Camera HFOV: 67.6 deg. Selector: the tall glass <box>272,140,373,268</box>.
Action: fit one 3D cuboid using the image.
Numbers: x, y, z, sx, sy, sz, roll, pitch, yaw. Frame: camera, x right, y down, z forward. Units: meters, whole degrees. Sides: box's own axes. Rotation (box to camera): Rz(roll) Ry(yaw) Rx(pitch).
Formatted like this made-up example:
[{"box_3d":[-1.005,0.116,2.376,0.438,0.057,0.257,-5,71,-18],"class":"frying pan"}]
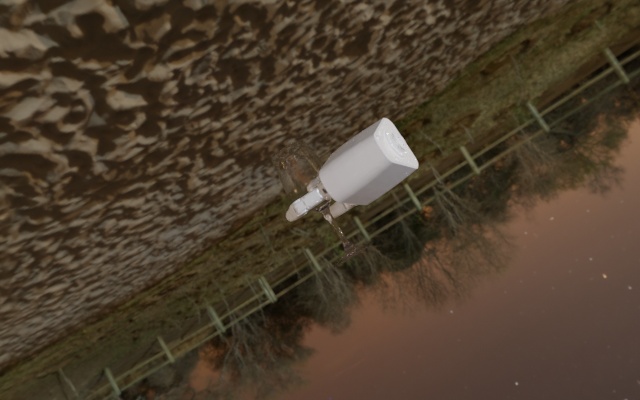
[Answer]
[{"box_3d":[0.000,0.003,0.765,0.079,0.201,0.079,-32,-5,-3],"class":"tall glass"}]
